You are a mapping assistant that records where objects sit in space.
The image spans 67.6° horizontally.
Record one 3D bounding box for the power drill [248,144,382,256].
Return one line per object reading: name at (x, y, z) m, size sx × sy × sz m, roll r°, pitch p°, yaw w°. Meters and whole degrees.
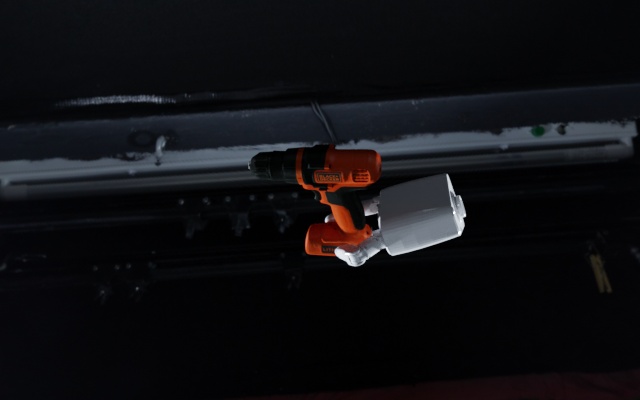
power drill at (0.000, 0.003, 0.698) m, size 0.184 × 0.057 × 0.188 m, roll 2°, pitch -44°, yaw 14°
